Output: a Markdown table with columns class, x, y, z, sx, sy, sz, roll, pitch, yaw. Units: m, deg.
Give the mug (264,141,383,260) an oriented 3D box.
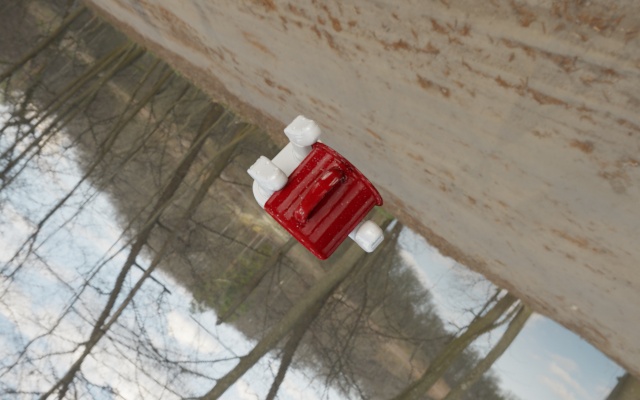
| class | x | y | z | sx | sy | sz | roll | pitch | yaw |
| --- | --- | --- | --- | --- | --- | --- | --- | --- | --- |
| mug | 0.000 | 0.001 | 0.452 | 0.093 | 0.081 | 0.117 | 41 | -7 | 4 |
